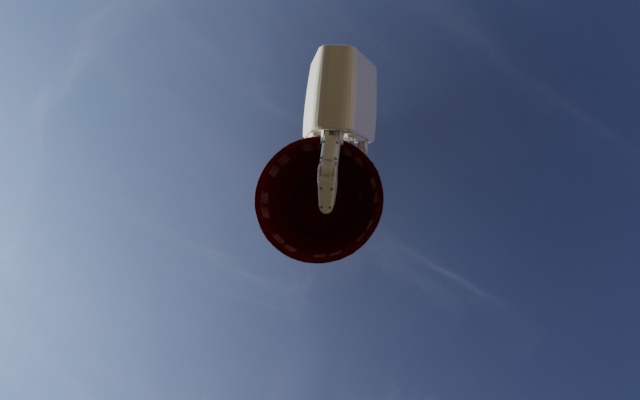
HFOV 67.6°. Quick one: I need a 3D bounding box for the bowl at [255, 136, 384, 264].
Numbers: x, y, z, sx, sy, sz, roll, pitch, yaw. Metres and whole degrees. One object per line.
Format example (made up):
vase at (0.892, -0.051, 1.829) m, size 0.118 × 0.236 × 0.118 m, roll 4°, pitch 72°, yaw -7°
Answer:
bowl at (0.000, 0.003, 0.616) m, size 0.162 × 0.162 × 0.055 m, roll 0°, pitch -11°, yaw 7°
